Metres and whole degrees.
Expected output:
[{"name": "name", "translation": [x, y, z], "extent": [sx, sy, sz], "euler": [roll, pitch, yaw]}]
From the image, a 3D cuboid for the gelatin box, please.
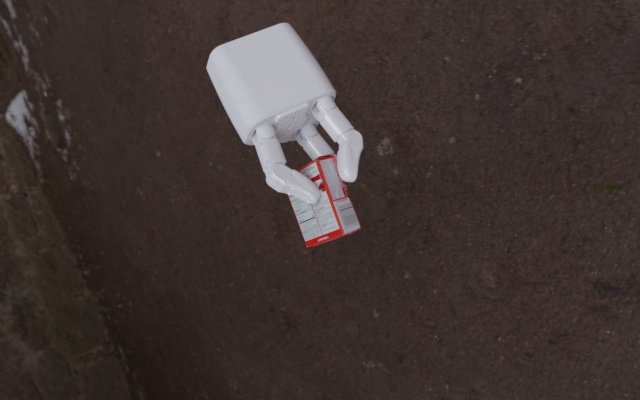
[{"name": "gelatin box", "translation": [0.000, 0.002, 0.538], "extent": [0.030, 0.089, 0.073], "euler": [-16, -6, -38]}]
